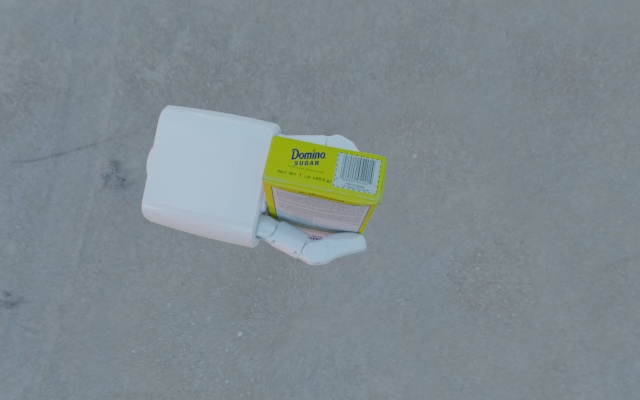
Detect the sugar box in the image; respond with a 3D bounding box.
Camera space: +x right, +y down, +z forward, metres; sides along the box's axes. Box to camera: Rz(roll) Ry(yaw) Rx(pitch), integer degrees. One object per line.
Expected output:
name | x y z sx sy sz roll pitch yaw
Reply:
sugar box | 0.000 0.001 0.444 0.093 0.048 0.176 12 -15 0
